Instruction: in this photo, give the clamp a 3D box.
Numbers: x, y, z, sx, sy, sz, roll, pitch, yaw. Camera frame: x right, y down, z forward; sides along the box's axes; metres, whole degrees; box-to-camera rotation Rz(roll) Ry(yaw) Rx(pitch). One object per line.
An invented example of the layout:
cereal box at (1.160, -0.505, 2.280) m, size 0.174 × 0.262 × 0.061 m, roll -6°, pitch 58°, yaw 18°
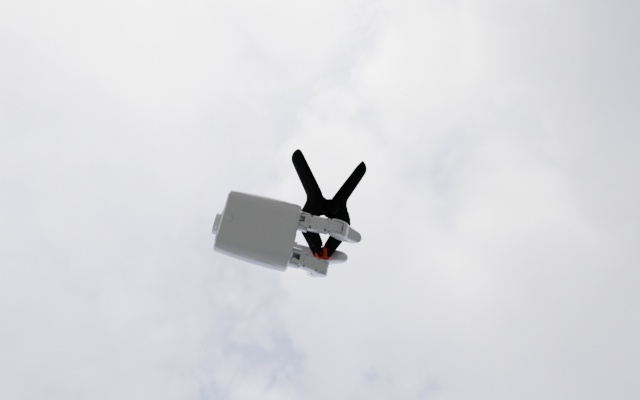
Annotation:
clamp at (0.000, 0.003, 0.723) m, size 0.120 × 0.171 × 0.039 m, roll 16°, pitch -20°, yaw -7°
